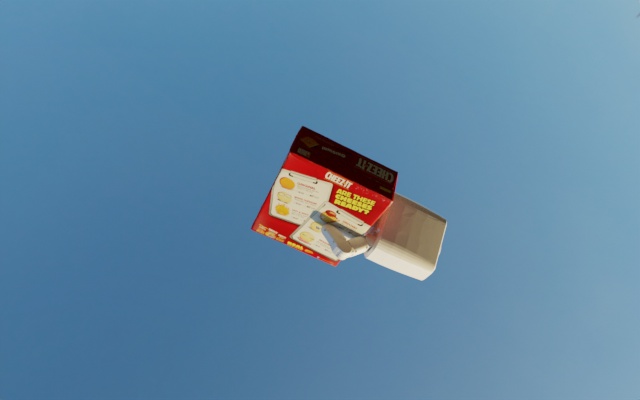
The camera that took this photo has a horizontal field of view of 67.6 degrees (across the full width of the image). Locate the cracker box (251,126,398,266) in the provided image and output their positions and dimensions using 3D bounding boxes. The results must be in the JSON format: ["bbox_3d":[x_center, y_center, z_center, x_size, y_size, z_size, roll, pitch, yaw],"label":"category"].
[{"bbox_3d":[0.000,0.003,0.760,0.164,0.072,0.214,25,-41,-7],"label":"cracker box"}]
